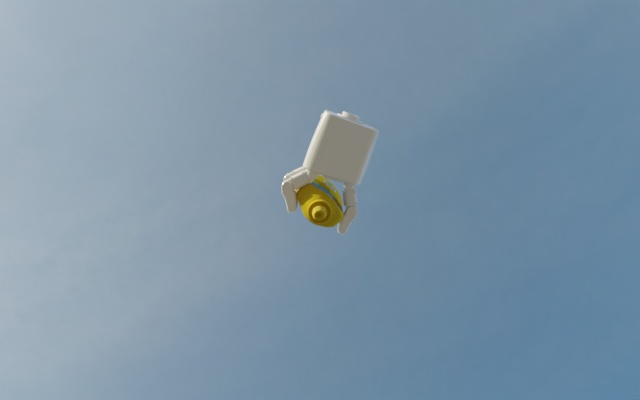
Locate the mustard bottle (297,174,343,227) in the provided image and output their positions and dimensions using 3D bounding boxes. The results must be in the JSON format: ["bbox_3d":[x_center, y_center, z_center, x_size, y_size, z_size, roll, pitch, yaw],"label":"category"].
[{"bbox_3d":[0.000,0.003,0.883,0.058,0.096,0.191,-44,9,10],"label":"mustard bottle"}]
